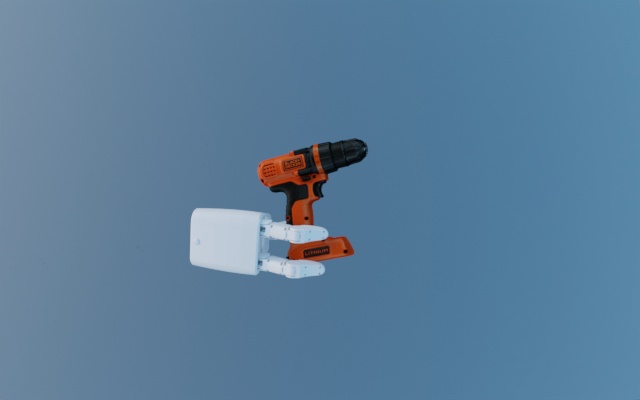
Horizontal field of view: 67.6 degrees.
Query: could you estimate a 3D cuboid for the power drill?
[{"bbox_3d":[0.000,0.003,0.767,0.184,0.187,0.057,-13,-10,15],"label":"power drill"}]
